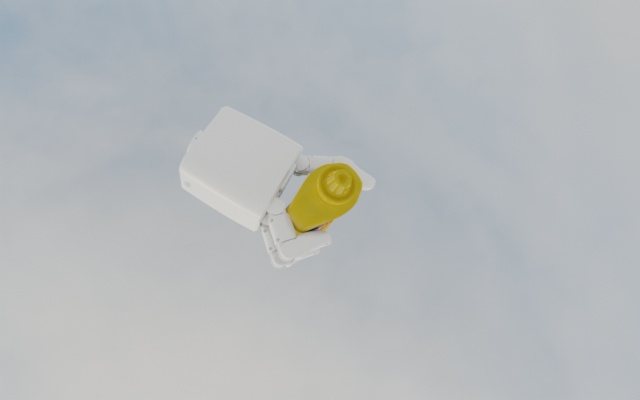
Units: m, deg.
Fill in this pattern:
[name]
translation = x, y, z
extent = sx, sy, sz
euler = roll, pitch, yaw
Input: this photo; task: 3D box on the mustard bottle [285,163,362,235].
[mustard bottle]
translation = 0.000, 0.002, 0.559
extent = 0.096, 0.058, 0.192
euler = -36, -5, -20
